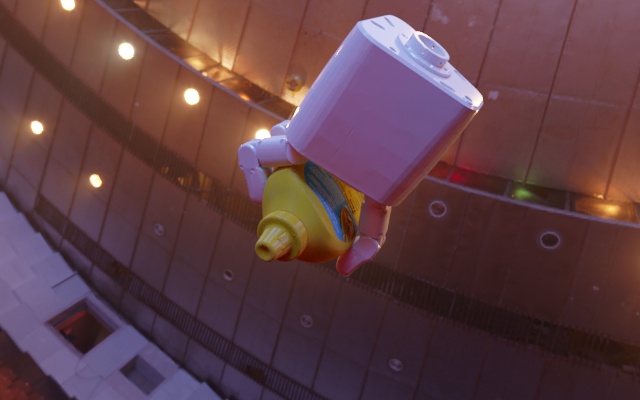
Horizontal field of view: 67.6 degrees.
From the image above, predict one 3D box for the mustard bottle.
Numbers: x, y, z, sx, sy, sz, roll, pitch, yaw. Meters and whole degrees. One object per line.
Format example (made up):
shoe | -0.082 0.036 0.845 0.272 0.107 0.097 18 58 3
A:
mustard bottle | 0.000 0.001 0.435 0.058 0.096 0.191 -22 11 34
